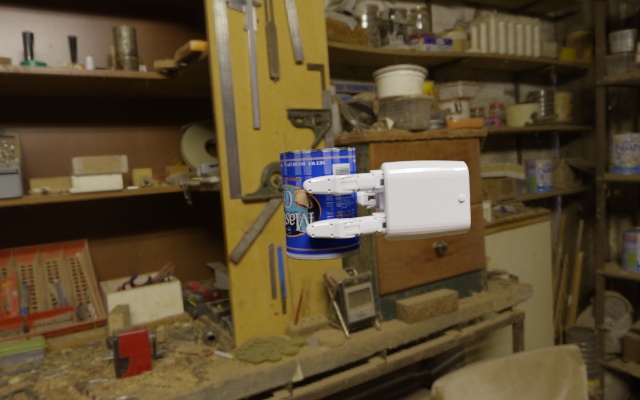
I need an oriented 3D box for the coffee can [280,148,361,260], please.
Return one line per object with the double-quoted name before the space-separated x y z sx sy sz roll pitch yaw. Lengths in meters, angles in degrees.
"coffee can" 0.000 0.002 0.647 0.103 0.140 0.103 -4 4 0
